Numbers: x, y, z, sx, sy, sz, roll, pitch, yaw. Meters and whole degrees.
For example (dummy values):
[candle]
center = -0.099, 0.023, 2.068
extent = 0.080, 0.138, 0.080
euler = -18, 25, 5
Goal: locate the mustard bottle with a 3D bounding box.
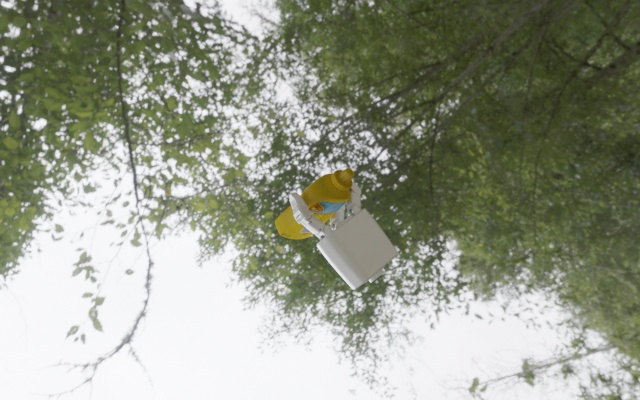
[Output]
[mustard bottle]
center = 0.000, 0.003, 0.898
extent = 0.096, 0.058, 0.192
euler = 1, -34, -41
